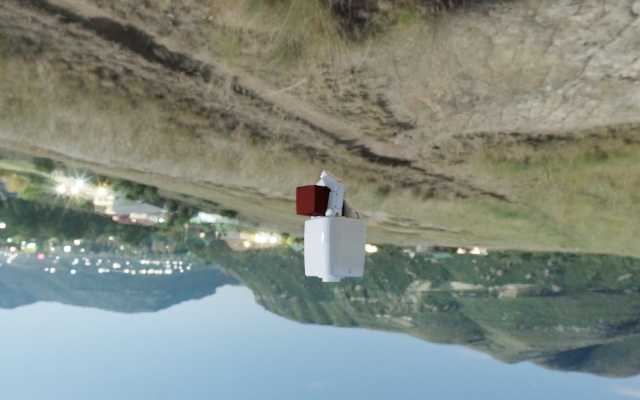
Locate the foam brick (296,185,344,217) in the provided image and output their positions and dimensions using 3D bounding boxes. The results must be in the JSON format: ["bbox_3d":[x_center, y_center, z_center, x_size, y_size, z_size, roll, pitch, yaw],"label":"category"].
[{"bbox_3d":[0.000,0.003,0.880,0.078,0.051,0.053,9,-11,-41],"label":"foam brick"}]
